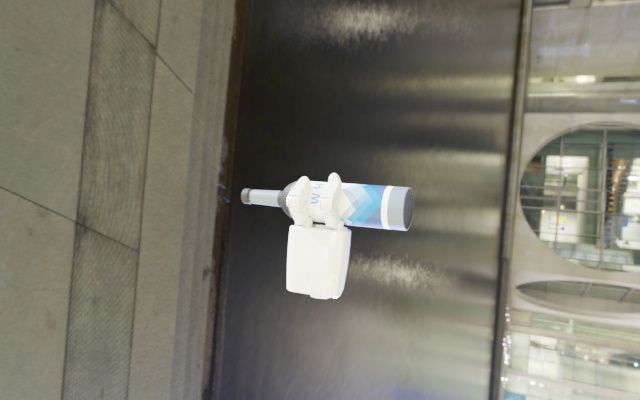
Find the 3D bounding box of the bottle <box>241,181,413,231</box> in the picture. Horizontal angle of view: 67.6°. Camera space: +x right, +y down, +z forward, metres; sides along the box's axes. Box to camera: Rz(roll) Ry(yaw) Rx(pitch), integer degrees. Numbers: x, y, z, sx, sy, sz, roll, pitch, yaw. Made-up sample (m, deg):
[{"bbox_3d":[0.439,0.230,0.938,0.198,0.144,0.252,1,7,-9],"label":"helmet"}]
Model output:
[{"bbox_3d":[0.000,0.003,0.788,0.295,0.069,0.069,5,2,24],"label":"bottle"}]
